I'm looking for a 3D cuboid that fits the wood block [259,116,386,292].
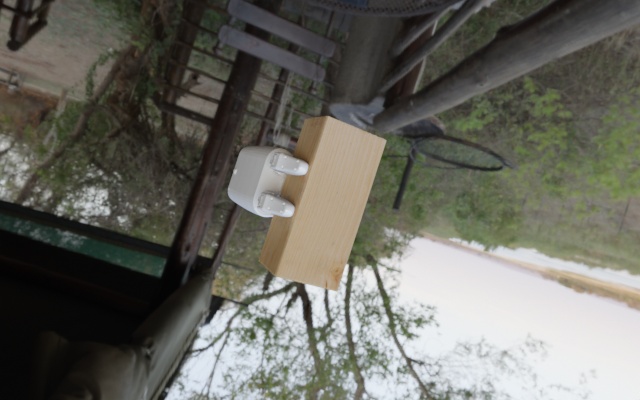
[{"bbox_3d":[0.000,0.002,0.635,0.091,0.206,0.090,18,0,-23],"label":"wood block"}]
